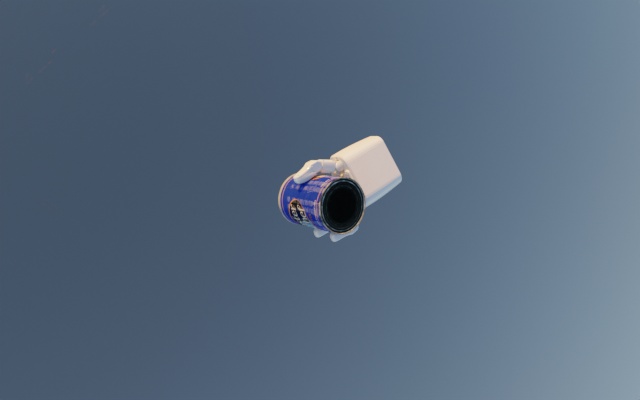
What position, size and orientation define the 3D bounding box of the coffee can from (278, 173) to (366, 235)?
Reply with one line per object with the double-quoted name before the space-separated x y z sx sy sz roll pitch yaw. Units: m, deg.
"coffee can" 0.000 0.003 0.892 0.103 0.103 0.140 0 6 -35
